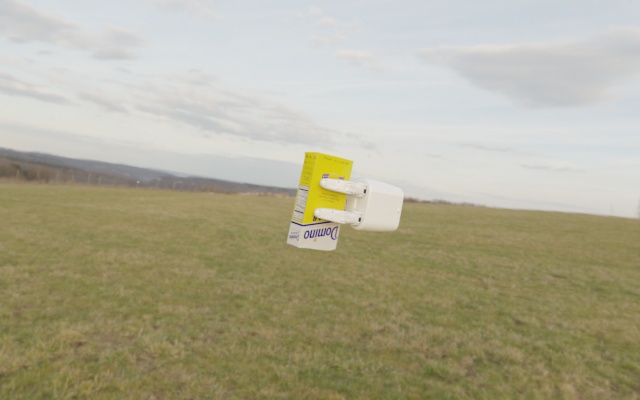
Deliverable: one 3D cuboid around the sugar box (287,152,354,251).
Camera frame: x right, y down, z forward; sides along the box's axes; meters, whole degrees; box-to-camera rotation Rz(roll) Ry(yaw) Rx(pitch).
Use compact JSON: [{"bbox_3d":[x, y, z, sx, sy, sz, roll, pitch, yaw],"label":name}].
[{"bbox_3d":[0.001,0.003,0.888,0.093,0.176,0.048,9,1,-39],"label":"sugar box"}]
